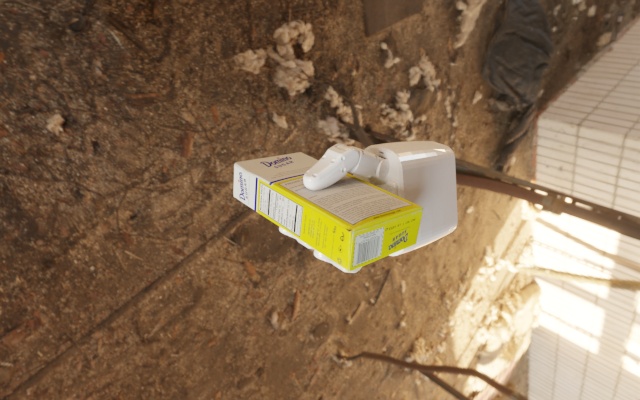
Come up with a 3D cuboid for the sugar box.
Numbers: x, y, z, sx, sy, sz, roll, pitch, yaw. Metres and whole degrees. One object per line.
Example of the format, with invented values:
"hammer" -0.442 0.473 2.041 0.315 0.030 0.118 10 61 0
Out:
"sugar box" 0.000 0.002 0.467 0.093 0.048 0.176 -14 28 -39
